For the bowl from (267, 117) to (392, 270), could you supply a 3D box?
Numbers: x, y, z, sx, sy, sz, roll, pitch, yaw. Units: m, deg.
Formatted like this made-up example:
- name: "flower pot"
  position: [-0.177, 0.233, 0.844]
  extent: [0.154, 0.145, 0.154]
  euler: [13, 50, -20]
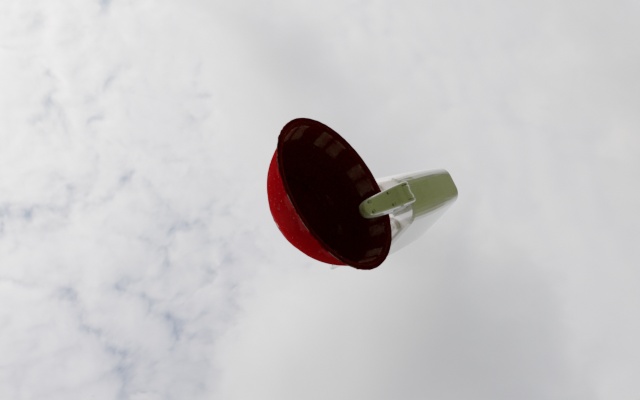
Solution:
- name: "bowl"
  position: [-0.001, 0.002, 0.468]
  extent: [0.055, 0.162, 0.162]
  euler: [-31, -18, 32]
